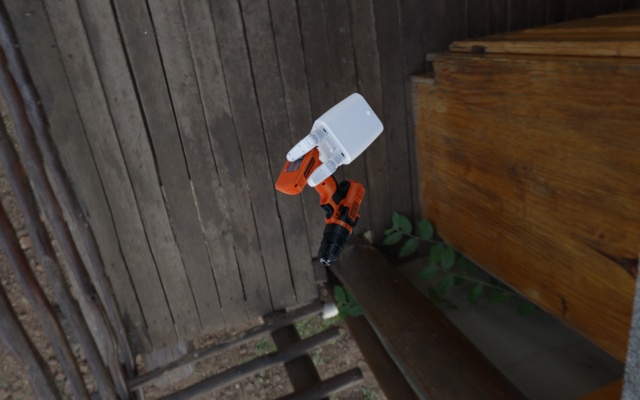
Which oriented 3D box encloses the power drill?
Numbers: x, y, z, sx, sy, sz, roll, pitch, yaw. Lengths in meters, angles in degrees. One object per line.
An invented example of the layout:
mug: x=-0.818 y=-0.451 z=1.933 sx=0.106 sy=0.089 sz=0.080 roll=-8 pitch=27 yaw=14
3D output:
power drill: x=0.000 y=0.002 z=0.886 sx=0.057 sy=0.184 sz=0.188 roll=-6 pitch=-40 yaw=39
